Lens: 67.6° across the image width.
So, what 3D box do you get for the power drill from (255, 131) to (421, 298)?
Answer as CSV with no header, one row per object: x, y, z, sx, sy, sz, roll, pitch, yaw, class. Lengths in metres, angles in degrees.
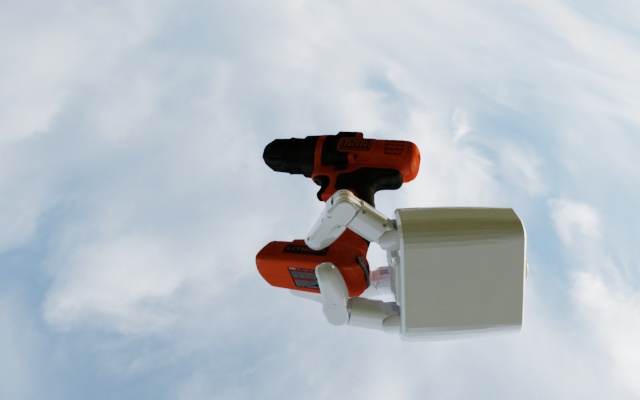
0.000,0.002,0.497,0.184,0.187,0.057,3,-39,21,power drill
